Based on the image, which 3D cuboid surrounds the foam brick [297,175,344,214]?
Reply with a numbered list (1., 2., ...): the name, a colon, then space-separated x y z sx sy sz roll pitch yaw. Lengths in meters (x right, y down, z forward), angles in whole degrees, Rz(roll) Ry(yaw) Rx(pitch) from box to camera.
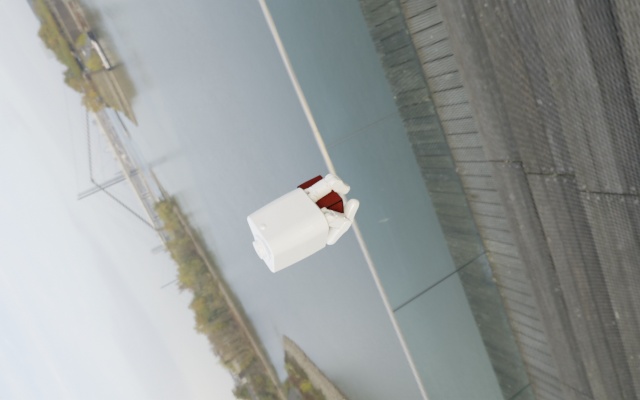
1. foam brick: 0.000 0.003 0.856 0.051 0.053 0.078 -28 51 -17
